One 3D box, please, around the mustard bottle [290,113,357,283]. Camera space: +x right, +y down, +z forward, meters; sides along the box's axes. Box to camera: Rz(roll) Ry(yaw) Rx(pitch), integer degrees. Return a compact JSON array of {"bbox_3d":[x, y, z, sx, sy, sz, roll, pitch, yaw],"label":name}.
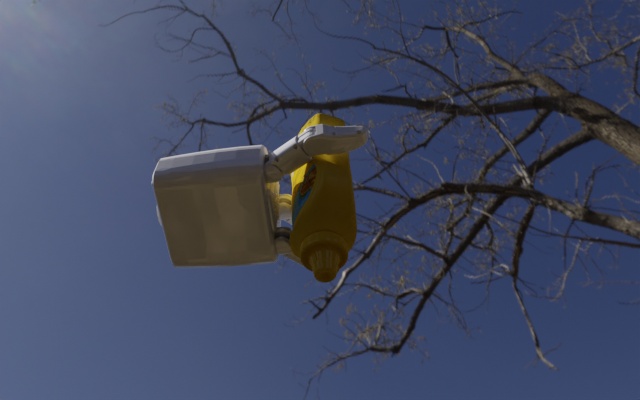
[{"bbox_3d":[0.000,0.001,0.460,0.058,0.096,0.191,14,36,-13],"label":"mustard bottle"}]
